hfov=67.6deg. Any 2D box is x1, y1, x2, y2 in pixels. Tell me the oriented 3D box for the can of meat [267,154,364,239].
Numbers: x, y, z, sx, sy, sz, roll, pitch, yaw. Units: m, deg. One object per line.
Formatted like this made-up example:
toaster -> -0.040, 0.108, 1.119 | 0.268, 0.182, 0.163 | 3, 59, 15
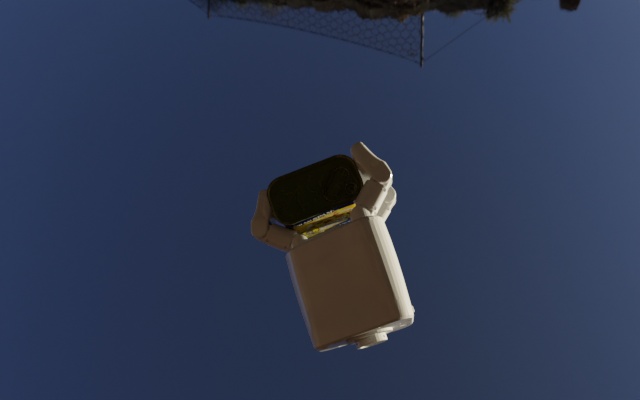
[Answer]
can of meat -> 0.000, 0.002, 0.545 | 0.102, 0.057, 0.084 | -21, -23, 1
